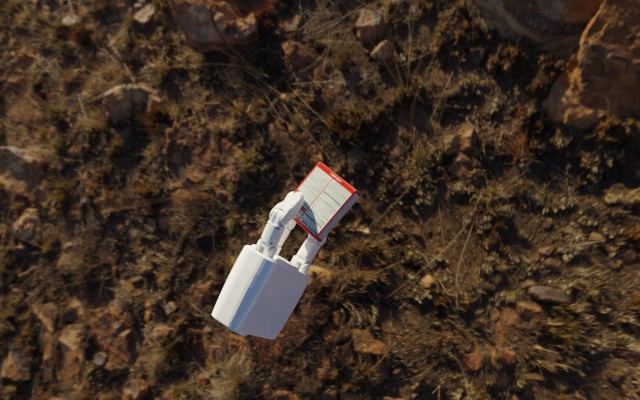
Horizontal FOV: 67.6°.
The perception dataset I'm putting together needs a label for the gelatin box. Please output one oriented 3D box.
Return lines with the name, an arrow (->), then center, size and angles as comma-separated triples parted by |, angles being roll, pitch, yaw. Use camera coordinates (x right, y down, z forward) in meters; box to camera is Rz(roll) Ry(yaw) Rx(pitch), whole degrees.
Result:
gelatin box -> 0.000, 0.002, 0.676 | 0.073, 0.089, 0.030 | 40, 0, 25
